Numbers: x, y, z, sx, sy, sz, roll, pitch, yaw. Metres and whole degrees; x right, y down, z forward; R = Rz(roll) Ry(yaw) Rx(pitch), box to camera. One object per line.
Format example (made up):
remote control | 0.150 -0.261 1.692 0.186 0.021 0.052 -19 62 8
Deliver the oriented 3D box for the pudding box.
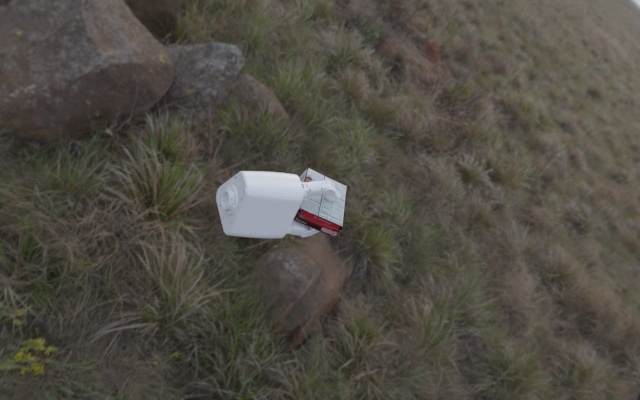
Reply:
pudding box | 0.000 0.003 0.872 0.090 0.113 0.039 25 -46 -16
